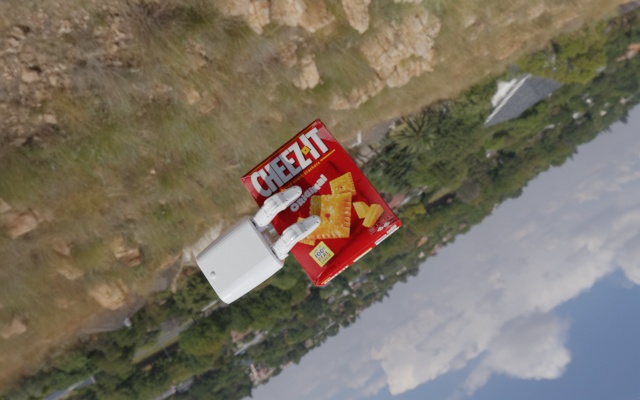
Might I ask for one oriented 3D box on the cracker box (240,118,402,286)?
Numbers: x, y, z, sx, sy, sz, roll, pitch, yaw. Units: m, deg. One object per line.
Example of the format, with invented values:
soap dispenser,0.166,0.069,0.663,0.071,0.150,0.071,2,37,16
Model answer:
cracker box,0.000,0.003,0.762,0.164,0.213,0.072,-37,-13,2
